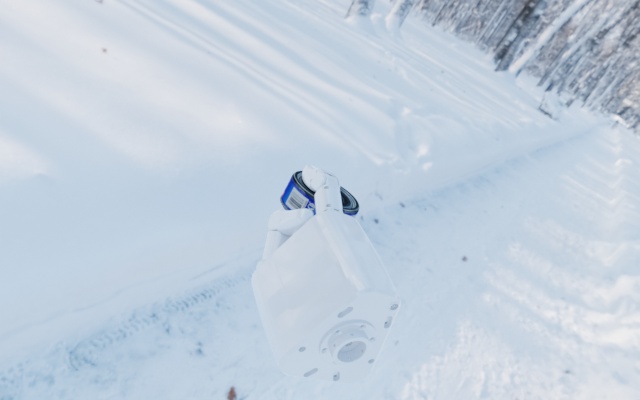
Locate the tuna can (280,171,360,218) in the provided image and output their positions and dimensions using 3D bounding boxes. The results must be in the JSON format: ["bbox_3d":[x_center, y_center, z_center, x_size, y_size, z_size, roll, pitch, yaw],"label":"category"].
[{"bbox_3d":[0.000,0.001,0.536,0.086,0.034,0.086,25,20,-10],"label":"tuna can"}]
